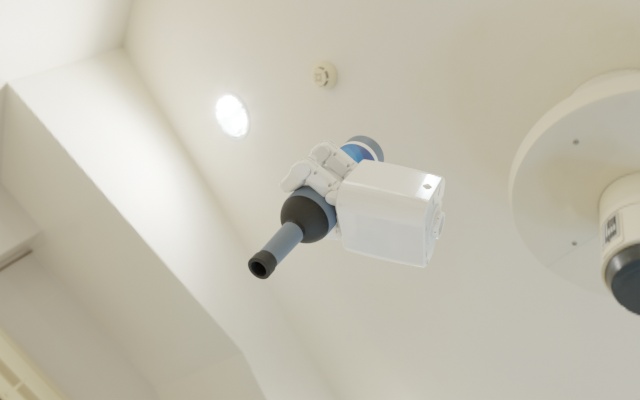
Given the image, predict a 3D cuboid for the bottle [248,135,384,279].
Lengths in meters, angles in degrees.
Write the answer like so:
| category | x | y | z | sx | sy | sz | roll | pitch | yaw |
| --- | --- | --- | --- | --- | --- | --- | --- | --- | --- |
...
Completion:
| category | x | y | z | sx | sy | sz | roll | pitch | yaw |
| --- | --- | --- | --- | --- | --- | --- | --- | --- | --- |
| bottle | 0.000 | 0.002 | 0.610 | 0.069 | 0.069 | 0.295 | 0 | 28 | 30 |
